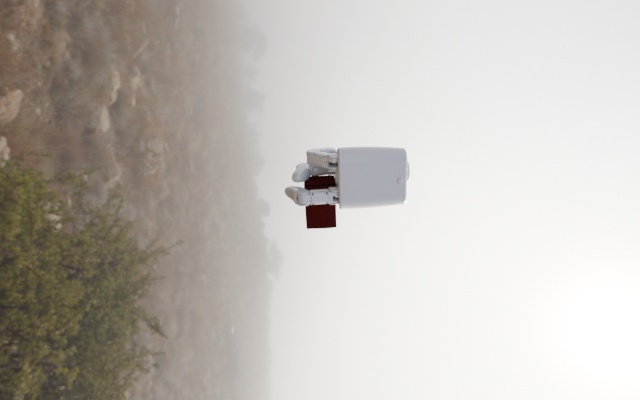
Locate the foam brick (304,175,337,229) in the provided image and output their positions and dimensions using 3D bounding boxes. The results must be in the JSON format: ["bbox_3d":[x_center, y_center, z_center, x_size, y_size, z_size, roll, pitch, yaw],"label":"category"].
[{"bbox_3d":[0.000,0.003,0.795,0.051,0.078,0.053,-3,20,0],"label":"foam brick"}]
